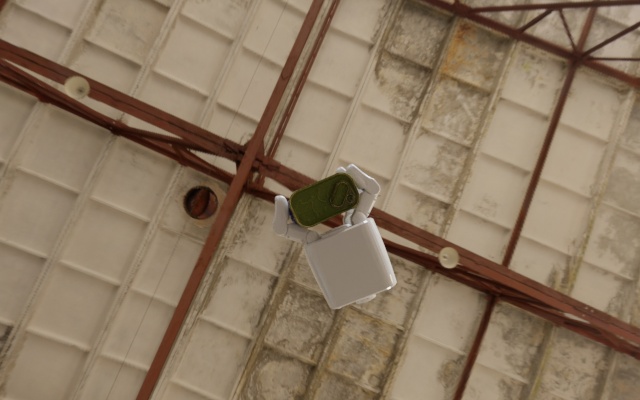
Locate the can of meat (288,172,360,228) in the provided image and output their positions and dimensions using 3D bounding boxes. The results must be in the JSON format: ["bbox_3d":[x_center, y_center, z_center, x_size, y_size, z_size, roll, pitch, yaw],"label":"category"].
[{"bbox_3d":[0.000,0.002,0.730,0.102,0.057,0.084,-24,-1,-10],"label":"can of meat"}]
